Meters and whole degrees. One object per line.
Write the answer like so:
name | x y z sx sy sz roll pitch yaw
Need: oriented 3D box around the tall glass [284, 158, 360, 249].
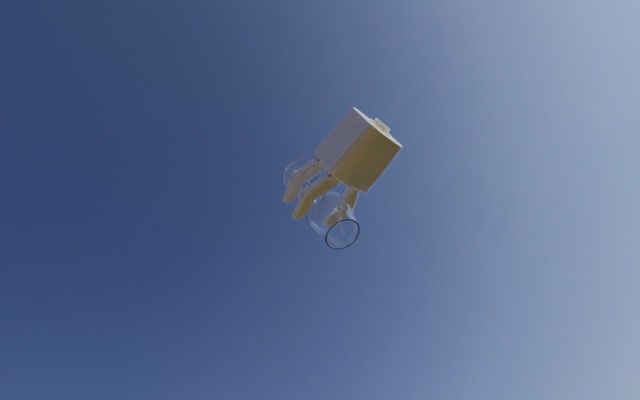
tall glass | 0.000 0.003 0.859 0.079 0.079 0.201 0 33 -26
